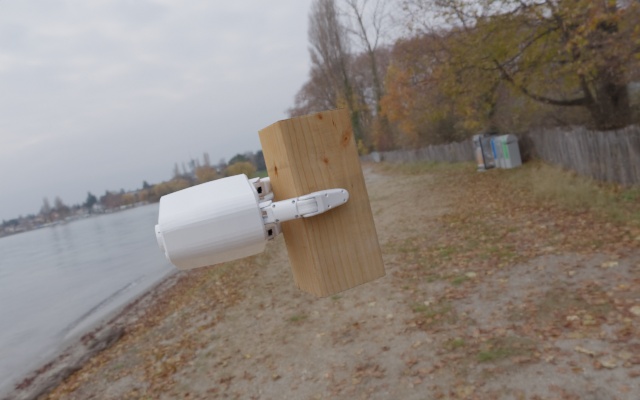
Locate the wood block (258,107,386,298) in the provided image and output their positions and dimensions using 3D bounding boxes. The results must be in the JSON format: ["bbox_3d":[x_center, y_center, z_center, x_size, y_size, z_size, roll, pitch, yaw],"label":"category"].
[{"bbox_3d":[0.000,0.002,0.586,0.090,0.206,0.091,-16,6,-23],"label":"wood block"}]
